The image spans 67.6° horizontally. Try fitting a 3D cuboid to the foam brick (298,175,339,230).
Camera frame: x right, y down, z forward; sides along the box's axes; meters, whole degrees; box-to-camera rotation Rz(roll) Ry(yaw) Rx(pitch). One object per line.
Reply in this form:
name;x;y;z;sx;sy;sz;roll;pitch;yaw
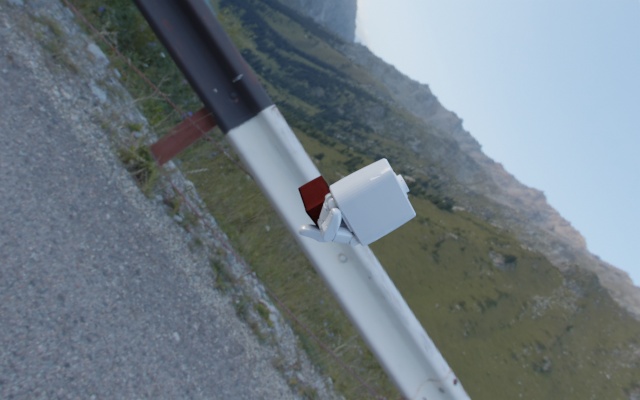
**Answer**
foam brick;0.000;0.003;0.860;0.051;0.053;0.078;-31;37;7
